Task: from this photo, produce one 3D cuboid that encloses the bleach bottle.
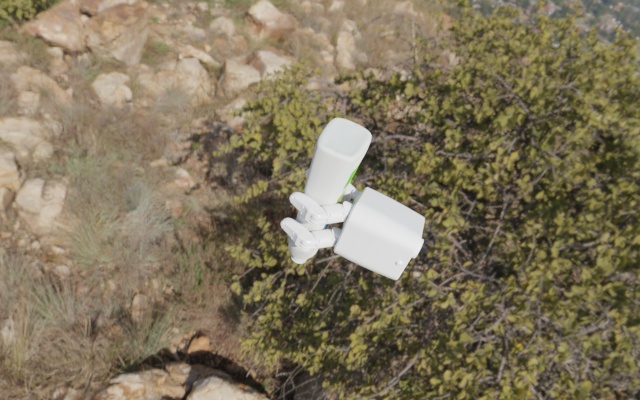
[{"bbox_3d":[0.000,0.002,0.742,0.068,0.251,0.102,25,40,5],"label":"bleach bottle"}]
